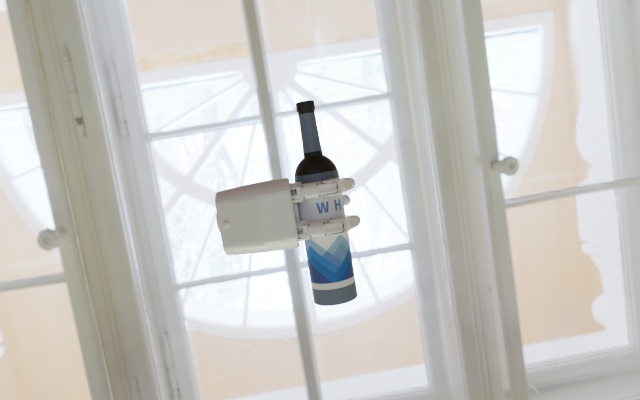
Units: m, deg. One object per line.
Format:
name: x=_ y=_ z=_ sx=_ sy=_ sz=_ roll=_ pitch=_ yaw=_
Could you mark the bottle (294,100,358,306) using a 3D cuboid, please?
bottle: x=0.000 y=0.003 z=0.702 sx=0.069 sy=0.296 sz=0.069 roll=-9 pitch=5 yaw=1
